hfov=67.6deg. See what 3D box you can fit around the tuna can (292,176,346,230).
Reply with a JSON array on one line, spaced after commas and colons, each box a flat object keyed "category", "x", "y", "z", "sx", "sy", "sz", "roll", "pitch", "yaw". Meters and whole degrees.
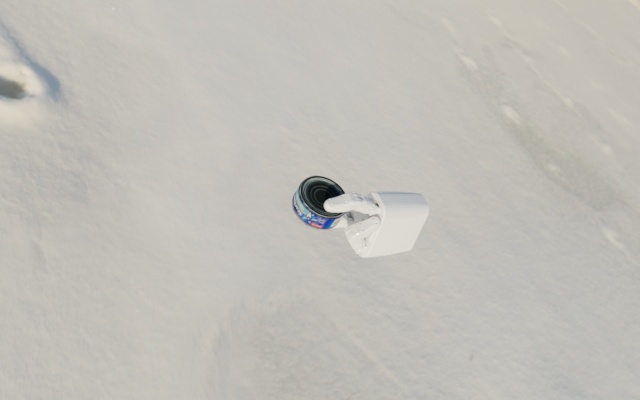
[{"category": "tuna can", "x": 0.000, "y": 0.002, "z": 0.759, "sx": 0.086, "sy": 0.086, "sz": 0.034, "roll": 0, "pitch": -36, "yaw": -28}]
